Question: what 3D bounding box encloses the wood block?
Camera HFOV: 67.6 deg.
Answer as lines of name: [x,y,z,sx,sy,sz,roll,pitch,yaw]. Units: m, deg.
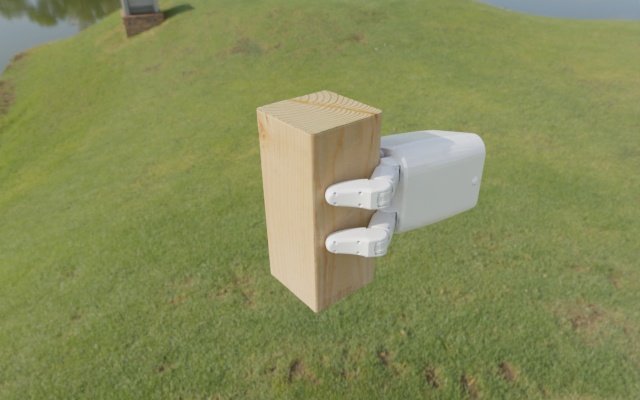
wood block: [0.000,0.001,0.509,0.090,0.206,0.090,-23,37,-32]
